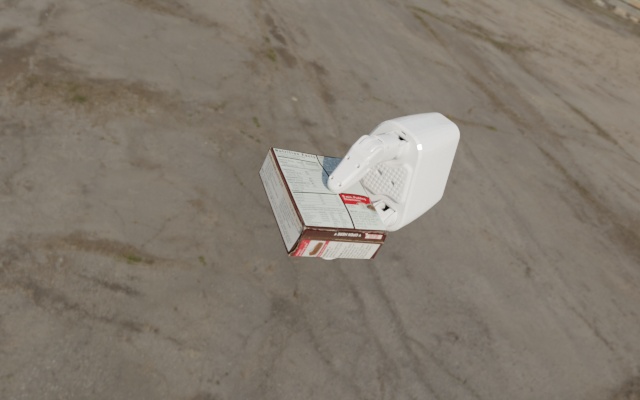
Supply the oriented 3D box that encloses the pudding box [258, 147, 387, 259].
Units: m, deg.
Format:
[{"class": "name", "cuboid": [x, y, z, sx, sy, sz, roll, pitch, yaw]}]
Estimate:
[{"class": "pudding box", "cuboid": [0.000, 0.001, 0.446, 0.090, 0.039, 0.113, 5, 39, -29]}]
